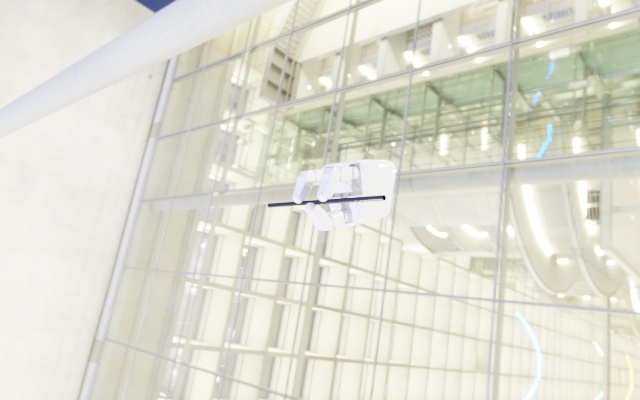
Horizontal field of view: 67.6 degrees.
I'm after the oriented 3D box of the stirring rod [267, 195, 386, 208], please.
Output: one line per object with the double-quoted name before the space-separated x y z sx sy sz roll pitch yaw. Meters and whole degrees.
"stirring rod" 0.000 0.003 0.748 0.239 0.011 0.011 -4 -3 42
